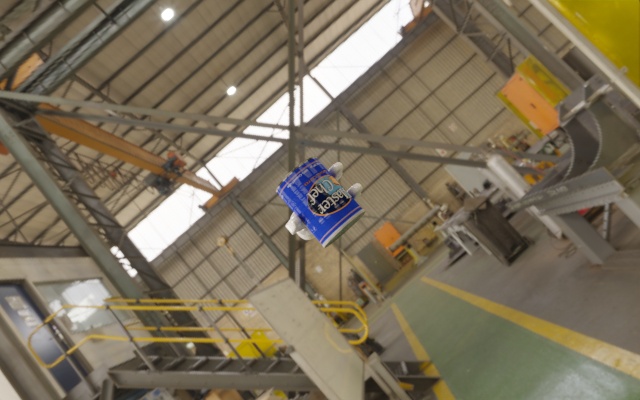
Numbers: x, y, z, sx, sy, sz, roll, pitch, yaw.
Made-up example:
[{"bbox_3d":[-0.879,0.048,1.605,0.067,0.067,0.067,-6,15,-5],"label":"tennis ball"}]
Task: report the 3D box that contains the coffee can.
[{"bbox_3d":[0.000,0.003,0.894,0.103,0.140,0.103,-40,-9,-7],"label":"coffee can"}]
